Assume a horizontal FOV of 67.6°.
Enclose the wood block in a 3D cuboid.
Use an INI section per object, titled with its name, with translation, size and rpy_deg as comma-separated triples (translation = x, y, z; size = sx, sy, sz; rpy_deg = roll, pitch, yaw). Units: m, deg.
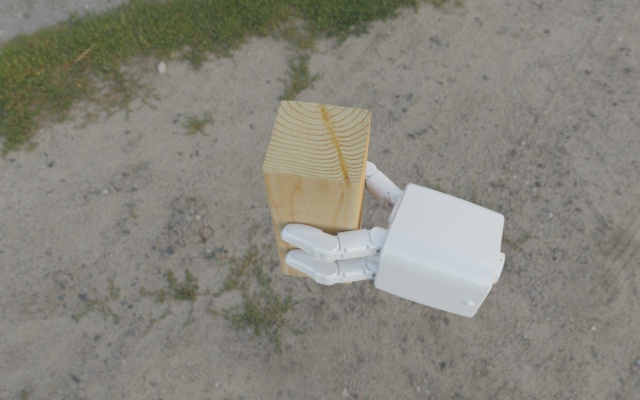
[wood block]
translation = 0.001, 0.001, 0.518
size = 0.090, 0.090, 0.206
rpy_deg = 7, -34, 6
